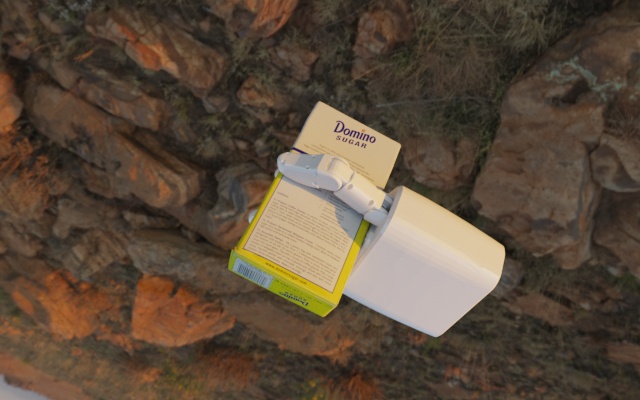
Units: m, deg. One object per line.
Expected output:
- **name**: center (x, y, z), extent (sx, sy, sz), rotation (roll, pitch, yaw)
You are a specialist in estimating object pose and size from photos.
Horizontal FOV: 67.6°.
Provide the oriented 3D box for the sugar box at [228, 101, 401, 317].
- **sugar box**: center (0.000, 0.002, 0.426), extent (0.093, 0.176, 0.048), rotation (28, -33, -2)
